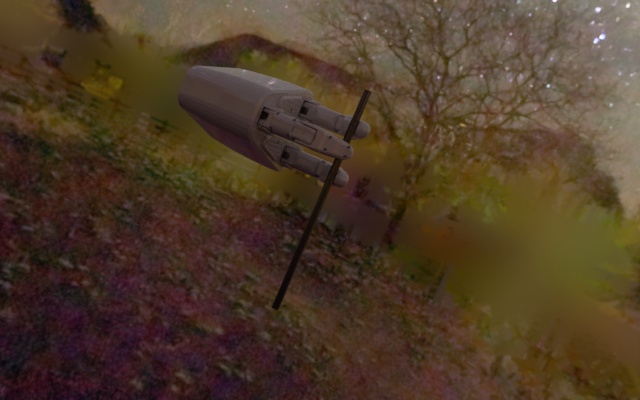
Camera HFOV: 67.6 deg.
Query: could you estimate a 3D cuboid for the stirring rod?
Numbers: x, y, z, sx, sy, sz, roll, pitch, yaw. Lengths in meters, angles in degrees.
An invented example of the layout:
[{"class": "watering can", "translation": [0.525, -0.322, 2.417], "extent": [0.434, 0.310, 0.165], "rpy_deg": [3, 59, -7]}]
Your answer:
[{"class": "stirring rod", "translation": [0.000, 0.002, 0.484], "extent": [0.011, 0.239, 0.011], "rpy_deg": [23, 5, -2]}]
